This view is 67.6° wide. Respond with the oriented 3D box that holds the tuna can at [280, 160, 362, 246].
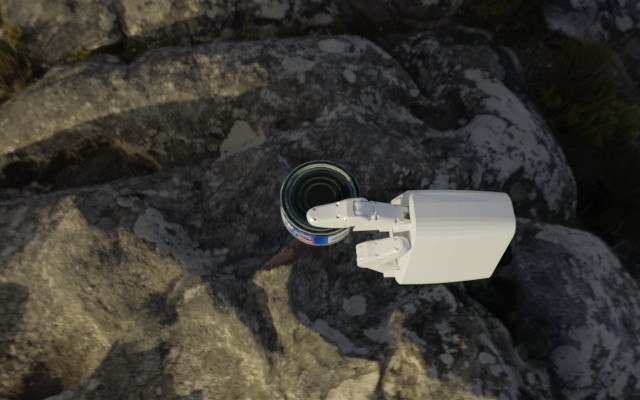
[{"bbox_3d":[0.000,0.001,0.499,0.086,0.086,0.034,0,-21,0],"label":"tuna can"}]
